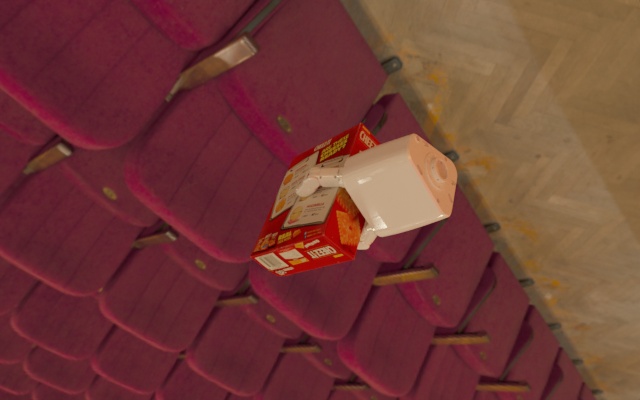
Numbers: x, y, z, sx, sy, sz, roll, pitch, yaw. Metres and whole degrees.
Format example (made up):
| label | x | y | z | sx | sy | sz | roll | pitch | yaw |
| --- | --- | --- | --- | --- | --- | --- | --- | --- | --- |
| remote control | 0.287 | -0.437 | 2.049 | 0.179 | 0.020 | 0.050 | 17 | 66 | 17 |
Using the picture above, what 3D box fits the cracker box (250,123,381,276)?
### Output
| label | x | y | z | sx | sy | sz | roll | pitch | yaw |
| --- | --- | --- | --- | --- | --- | --- | --- | --- | --- |
| cracker box | 0.000 | 0.002 | 0.732 | 0.164 | 0.213 | 0.072 | -21 | -53 | 43 |
